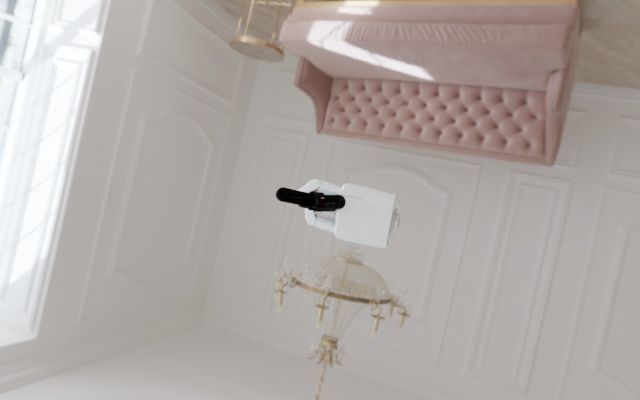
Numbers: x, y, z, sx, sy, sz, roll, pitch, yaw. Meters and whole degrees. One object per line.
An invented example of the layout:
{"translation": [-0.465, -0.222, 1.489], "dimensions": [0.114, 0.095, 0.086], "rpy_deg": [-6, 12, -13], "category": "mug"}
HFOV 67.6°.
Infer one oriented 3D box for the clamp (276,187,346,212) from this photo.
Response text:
{"translation": [0.000, 0.003, 0.880], "dimensions": [0.120, 0.039, 0.171], "rpy_deg": [13, 0, 16], "category": "clamp"}
